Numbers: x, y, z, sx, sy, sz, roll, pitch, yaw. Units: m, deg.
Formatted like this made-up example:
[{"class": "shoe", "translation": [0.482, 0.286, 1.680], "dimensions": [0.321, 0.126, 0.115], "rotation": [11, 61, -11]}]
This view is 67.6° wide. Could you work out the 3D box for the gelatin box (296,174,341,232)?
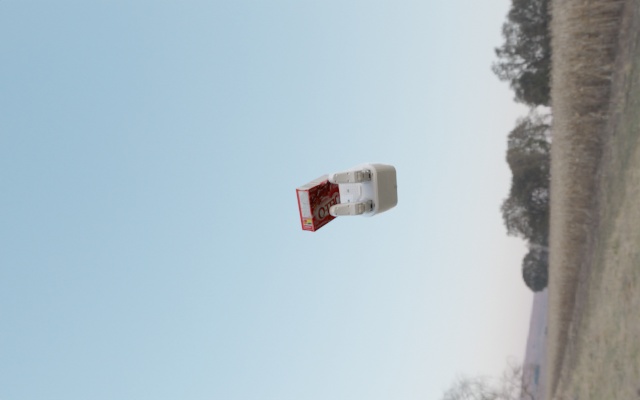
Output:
[{"class": "gelatin box", "translation": [0.000, 0.003, 0.796], "dimensions": [0.030, 0.073, 0.089], "rotation": [5, 21, 35]}]
